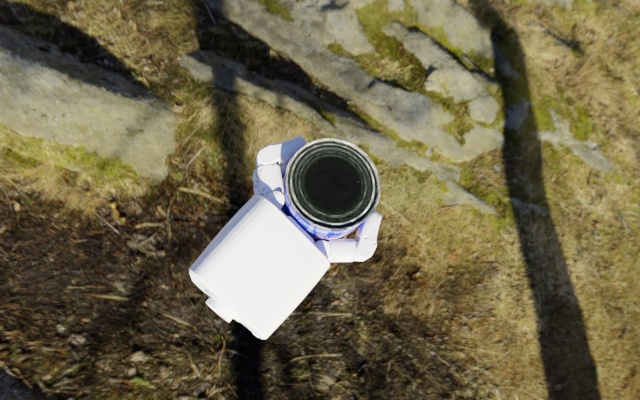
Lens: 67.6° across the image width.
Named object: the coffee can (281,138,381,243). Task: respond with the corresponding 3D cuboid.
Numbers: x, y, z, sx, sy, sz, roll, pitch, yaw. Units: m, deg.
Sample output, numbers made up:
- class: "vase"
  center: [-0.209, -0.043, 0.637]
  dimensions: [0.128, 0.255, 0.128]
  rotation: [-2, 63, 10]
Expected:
- class: "coffee can"
  center: [0.000, 0.002, 0.560]
  dimensions: [0.103, 0.102, 0.140]
  rotation: [0, -17, -12]
